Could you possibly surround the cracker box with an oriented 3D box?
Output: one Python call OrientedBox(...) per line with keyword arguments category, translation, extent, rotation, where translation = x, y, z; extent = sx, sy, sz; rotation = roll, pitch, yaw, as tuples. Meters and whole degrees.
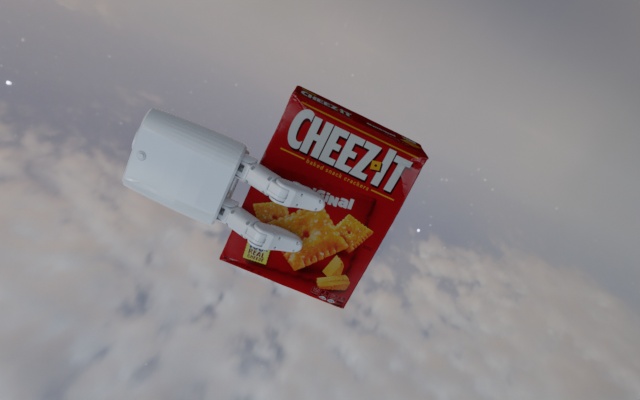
OrientedBox(category="cracker box", translation=(0.000, 0.002, 0.556), extent=(0.164, 0.214, 0.072), rotation=(24, 19, -7))
